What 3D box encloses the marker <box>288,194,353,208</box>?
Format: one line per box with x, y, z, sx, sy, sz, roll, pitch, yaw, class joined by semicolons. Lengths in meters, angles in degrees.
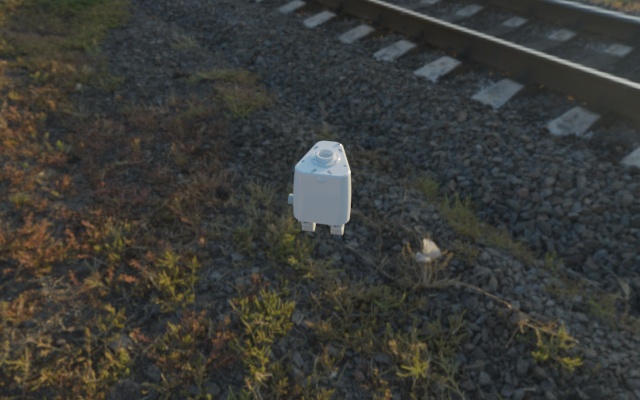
0.000;0.003;0.894;0.121;0.020;0.020;6;1;6;marker
